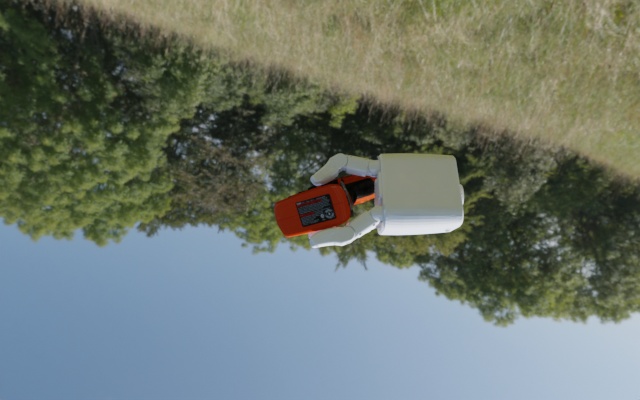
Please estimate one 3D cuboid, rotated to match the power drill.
[{"bbox_3d":[0.000,0.002,0.726,0.184,0.057,0.187,-18,6,20],"label":"power drill"}]
